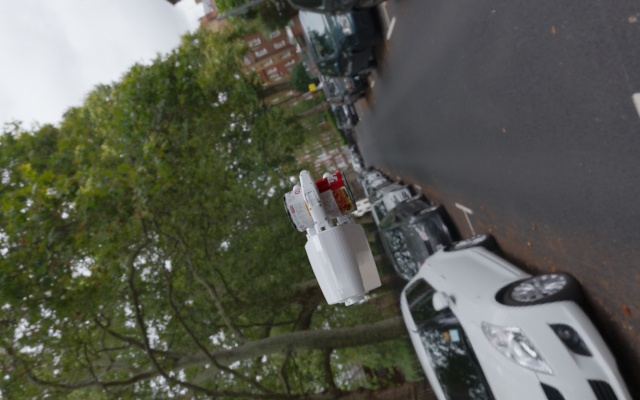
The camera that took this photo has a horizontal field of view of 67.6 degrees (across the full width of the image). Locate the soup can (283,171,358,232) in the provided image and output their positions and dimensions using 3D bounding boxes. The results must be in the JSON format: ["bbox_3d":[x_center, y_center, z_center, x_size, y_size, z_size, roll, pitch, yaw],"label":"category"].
[{"bbox_3d":[0.000,0.002,0.758,0.102,0.068,0.068,-22,-2,6],"label":"soup can"}]
